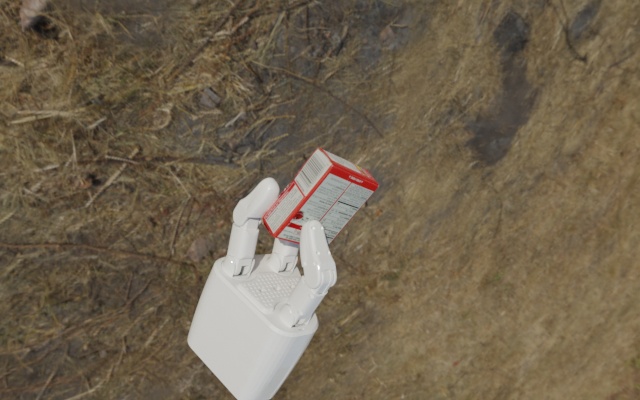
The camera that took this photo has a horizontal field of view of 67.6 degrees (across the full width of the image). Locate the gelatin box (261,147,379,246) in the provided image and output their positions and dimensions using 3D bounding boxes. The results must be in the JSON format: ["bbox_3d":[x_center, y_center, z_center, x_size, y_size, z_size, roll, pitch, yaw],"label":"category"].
[{"bbox_3d":[0.000,0.001,0.441,0.073,0.089,0.030,19,27,-48],"label":"gelatin box"}]
